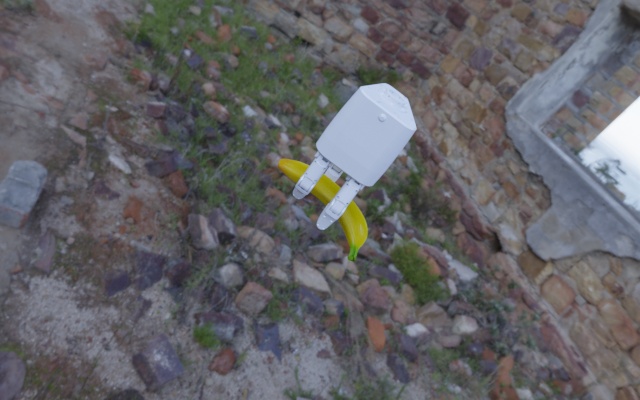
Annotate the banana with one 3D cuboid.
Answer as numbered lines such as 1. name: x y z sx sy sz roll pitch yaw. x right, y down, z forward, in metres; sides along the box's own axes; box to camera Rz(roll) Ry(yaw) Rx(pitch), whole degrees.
1. banana: 0.014 0.001 0.745 0.069 0.197 0.037 -20 -25 -49
